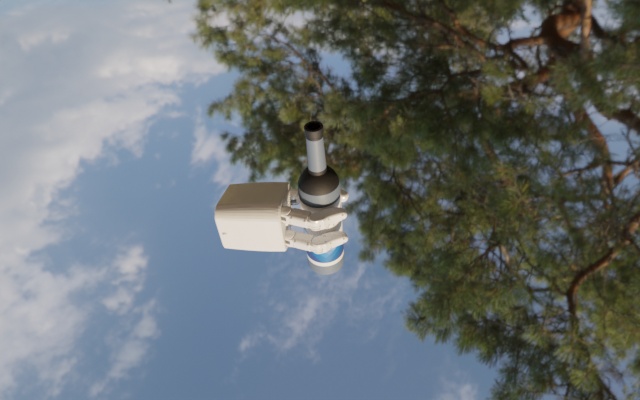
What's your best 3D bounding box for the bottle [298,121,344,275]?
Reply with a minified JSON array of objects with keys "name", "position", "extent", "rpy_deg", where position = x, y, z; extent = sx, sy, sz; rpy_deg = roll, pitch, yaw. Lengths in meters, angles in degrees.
[{"name":"bottle","position":[0.000,0.003,0.771],"extent":[0.069,0.296,0.069],"rpy_deg":[-3,43,3]}]
